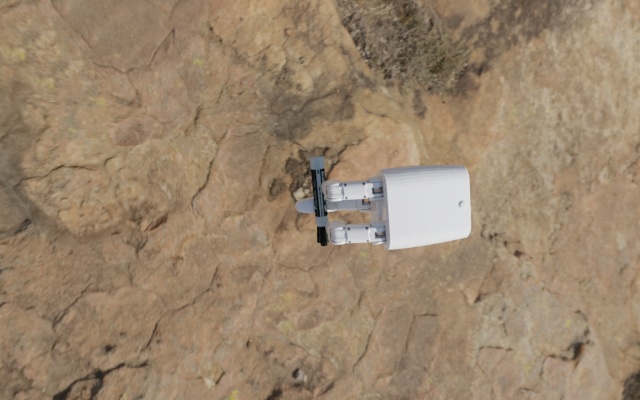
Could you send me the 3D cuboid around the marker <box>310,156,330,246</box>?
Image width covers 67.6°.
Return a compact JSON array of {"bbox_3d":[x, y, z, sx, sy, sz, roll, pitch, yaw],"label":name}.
[{"bbox_3d":[0.000,0.002,0.638,0.020,0.121,0.020,-5,11,1],"label":"marker"}]
